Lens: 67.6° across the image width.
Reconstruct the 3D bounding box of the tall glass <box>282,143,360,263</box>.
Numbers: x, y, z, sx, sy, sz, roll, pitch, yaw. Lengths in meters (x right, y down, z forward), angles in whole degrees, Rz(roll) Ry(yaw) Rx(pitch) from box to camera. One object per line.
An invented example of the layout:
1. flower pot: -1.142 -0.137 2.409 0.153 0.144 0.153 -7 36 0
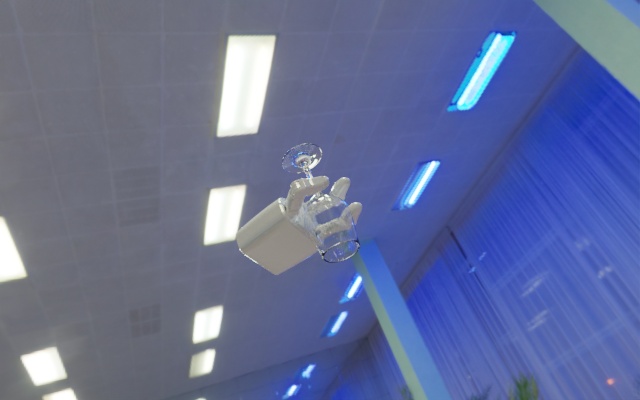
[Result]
1. tall glass: 0.000 0.002 0.788 0.079 0.201 0.079 -16 -34 -11
